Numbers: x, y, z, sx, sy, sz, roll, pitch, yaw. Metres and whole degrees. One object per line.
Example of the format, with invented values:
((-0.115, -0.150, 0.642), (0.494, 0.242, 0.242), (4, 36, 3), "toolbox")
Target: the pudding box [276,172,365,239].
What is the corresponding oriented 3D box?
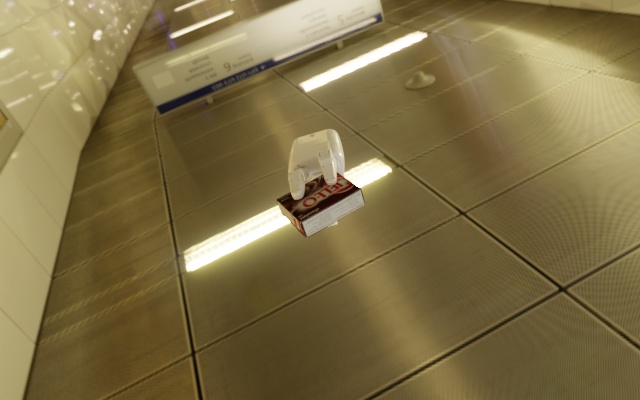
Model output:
((0.000, 0.003, 0.753), (0.113, 0.039, 0.090), (-31, 34, -15), "pudding box")
